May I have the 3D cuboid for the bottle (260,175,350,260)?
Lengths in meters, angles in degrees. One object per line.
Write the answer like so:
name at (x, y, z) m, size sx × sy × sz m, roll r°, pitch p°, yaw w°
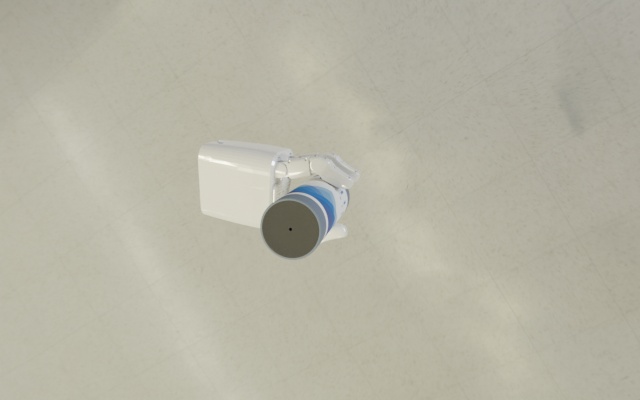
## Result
bottle at (0.000, 0.002, 0.634) m, size 0.069 × 0.069 × 0.295 m, roll 0°, pitch 11°, yaw 13°
